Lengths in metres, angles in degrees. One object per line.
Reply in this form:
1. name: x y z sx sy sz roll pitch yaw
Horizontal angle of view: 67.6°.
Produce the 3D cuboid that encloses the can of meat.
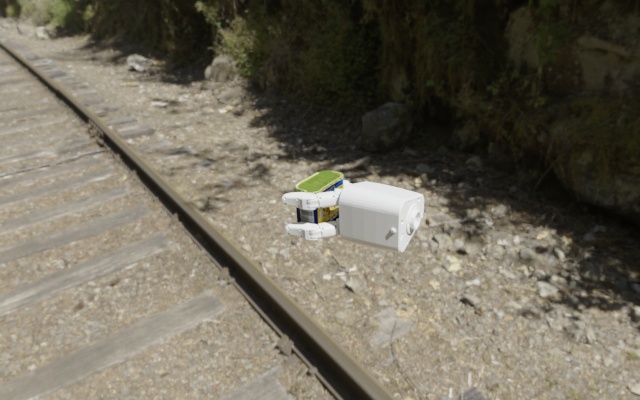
1. can of meat: 0.000 0.002 0.831 0.057 0.084 0.102 15 31 32
